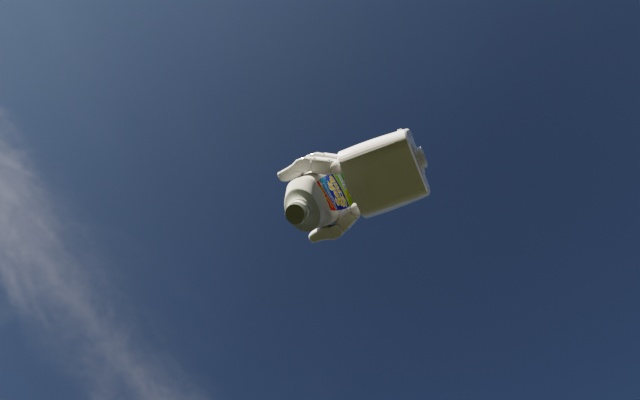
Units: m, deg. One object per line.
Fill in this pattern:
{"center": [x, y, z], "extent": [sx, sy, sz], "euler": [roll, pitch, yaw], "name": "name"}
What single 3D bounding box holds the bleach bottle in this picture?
{"center": [0.000, 0.002, 0.754], "extent": [0.068, 0.102, 0.251], "euler": [-19, 6, 17], "name": "bleach bottle"}
